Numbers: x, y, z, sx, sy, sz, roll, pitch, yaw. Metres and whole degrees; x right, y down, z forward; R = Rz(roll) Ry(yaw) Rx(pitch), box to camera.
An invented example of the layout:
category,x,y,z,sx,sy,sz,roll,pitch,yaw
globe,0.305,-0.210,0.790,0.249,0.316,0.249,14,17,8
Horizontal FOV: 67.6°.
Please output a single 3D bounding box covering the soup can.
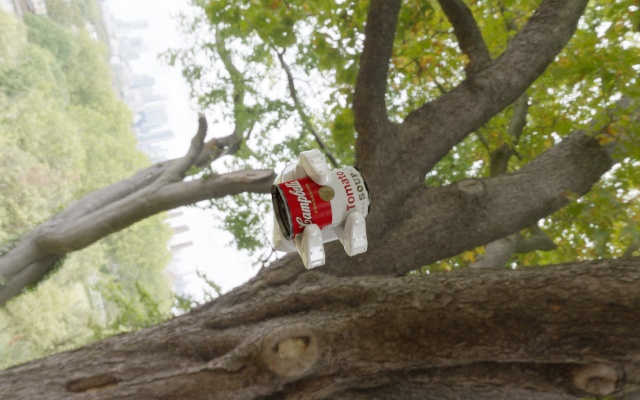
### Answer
category,x,y,z,sx,sy,sz,roll,pitch,yaw
soup can,0.000,0.002,0.570,0.102,0.068,0.068,-15,4,-17
